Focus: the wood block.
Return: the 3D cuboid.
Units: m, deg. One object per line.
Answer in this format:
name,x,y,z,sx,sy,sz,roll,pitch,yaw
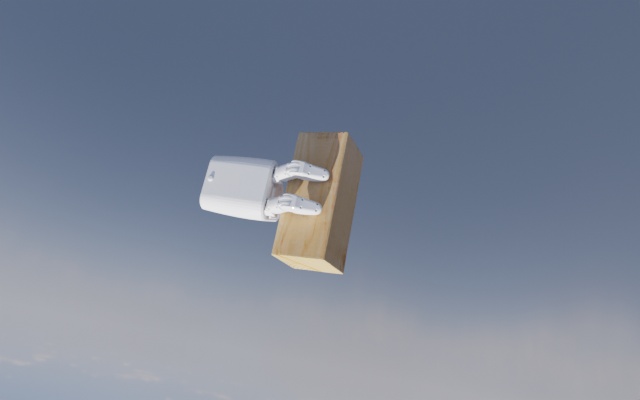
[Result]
wood block,0.000,0.003,0.763,0.090,0.206,0.091,3,-20,23
